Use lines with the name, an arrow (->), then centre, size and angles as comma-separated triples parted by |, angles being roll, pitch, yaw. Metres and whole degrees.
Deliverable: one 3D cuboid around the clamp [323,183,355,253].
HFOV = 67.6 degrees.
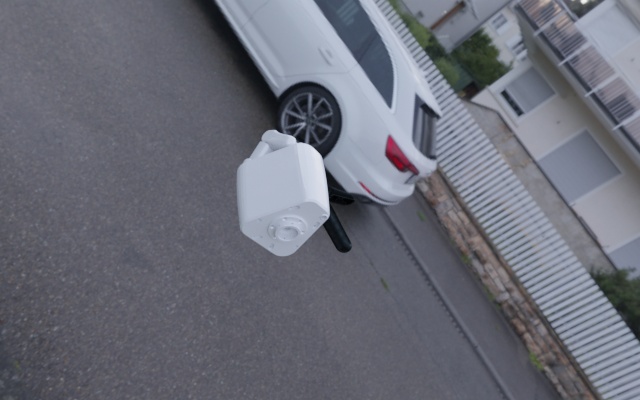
clamp -> 0.000, 0.002, 0.733 | 0.039, 0.120, 0.171 | -32, -48, 26
